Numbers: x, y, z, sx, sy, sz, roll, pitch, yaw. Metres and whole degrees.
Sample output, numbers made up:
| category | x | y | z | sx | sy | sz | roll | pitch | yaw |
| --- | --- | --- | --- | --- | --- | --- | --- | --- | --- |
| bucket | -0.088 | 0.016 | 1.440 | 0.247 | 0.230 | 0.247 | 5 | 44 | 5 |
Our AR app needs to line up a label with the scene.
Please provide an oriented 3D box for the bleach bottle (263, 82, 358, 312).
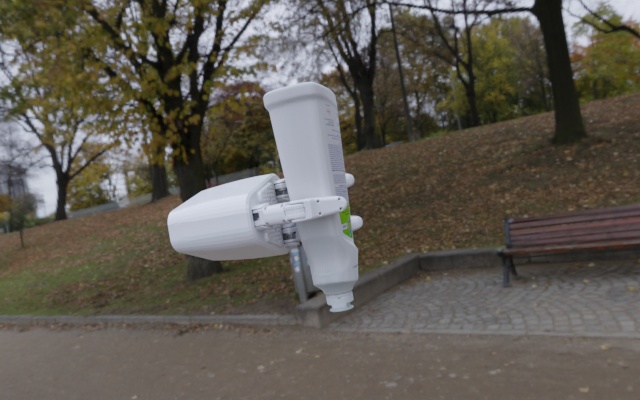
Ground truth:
| category | x | y | z | sx | sy | sz | roll | pitch | yaw |
| --- | --- | --- | --- | --- | --- | --- | --- | --- | --- |
| bleach bottle | 0.000 | 0.002 | 0.543 | 0.068 | 0.251 | 0.102 | -10 | 0 | 20 |
